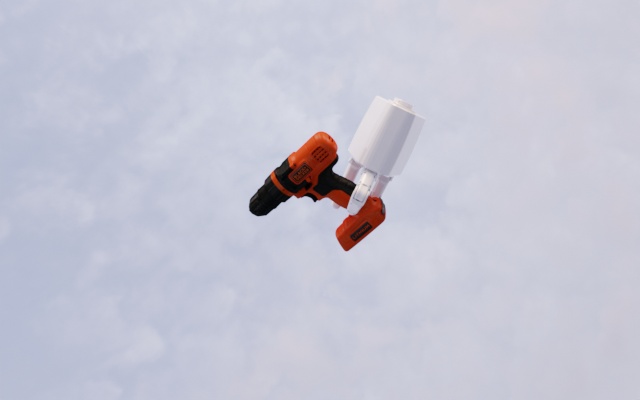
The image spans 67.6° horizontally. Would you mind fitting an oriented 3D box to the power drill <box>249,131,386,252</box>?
[{"bbox_3d":[0.001,0.003,0.784,0.188,0.184,0.057,39,24,-23],"label":"power drill"}]
